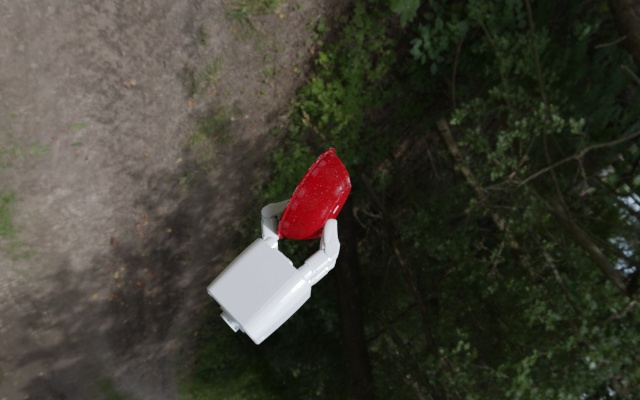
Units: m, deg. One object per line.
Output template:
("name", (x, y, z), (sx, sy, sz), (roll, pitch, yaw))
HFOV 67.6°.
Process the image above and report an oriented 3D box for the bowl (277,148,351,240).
("bowl", (0.001, 0.001, 0.727), (0.055, 0.162, 0.162), (31, 5, 9))
